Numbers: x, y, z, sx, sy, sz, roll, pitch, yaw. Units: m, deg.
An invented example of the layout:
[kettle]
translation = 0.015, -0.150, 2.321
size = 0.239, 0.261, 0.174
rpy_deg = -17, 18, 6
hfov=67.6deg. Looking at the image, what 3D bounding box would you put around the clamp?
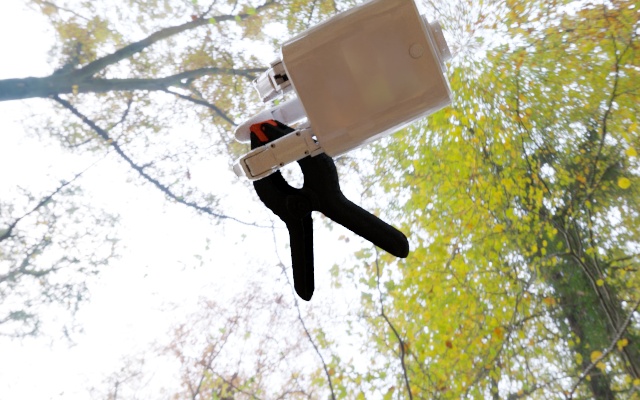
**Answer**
[clamp]
translation = 0.000, 0.001, 0.422
size = 0.120, 0.171, 0.039
rpy_deg = -21, 11, 19
